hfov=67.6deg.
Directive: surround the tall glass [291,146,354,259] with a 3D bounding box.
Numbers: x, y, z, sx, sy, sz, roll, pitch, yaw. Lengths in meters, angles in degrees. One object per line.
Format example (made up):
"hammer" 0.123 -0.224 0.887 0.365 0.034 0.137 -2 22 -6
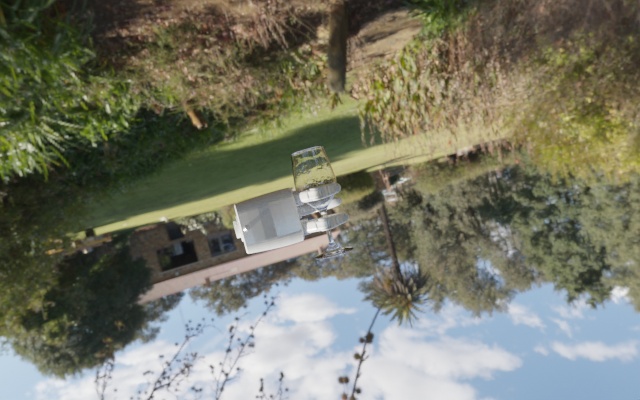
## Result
"tall glass" 0.000 0.004 0.887 0.079 0.201 0.079 -15 3 1
